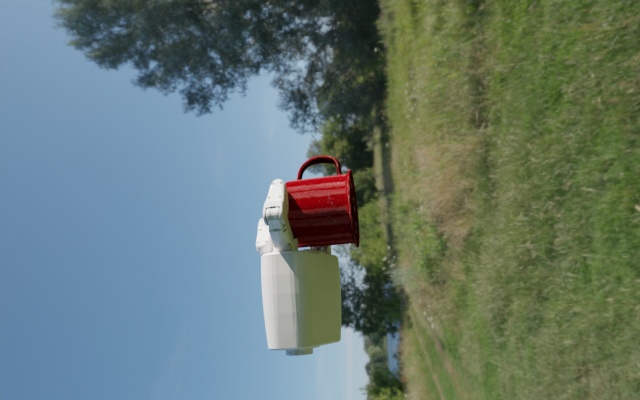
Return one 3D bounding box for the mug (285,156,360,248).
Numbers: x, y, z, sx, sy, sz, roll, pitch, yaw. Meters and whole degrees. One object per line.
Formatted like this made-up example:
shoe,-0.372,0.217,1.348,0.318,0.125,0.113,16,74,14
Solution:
mug,0.000,0.000,0.573,0.081,0.117,0.093,-6,-15,8
